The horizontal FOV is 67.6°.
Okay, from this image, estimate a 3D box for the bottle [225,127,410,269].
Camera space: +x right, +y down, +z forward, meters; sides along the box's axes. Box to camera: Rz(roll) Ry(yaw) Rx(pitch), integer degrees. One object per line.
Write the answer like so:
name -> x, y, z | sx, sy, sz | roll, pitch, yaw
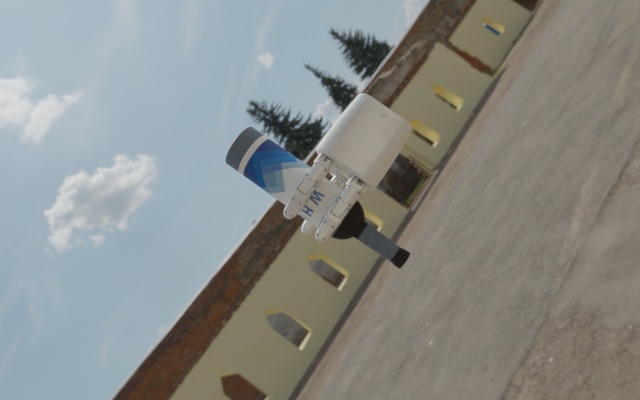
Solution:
bottle -> 0.000, 0.002, 0.692 | 0.295, 0.069, 0.069 | 35, 4, 5
